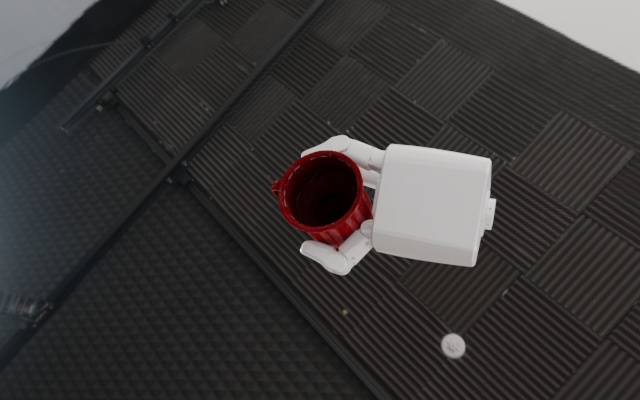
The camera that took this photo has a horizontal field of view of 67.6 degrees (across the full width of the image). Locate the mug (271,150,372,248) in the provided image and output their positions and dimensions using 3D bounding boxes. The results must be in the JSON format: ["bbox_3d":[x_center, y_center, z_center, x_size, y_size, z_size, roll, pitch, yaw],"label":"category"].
[{"bbox_3d":[-0.001,0.002,0.535,0.117,0.093,0.081,11,-18,23],"label":"mug"}]
